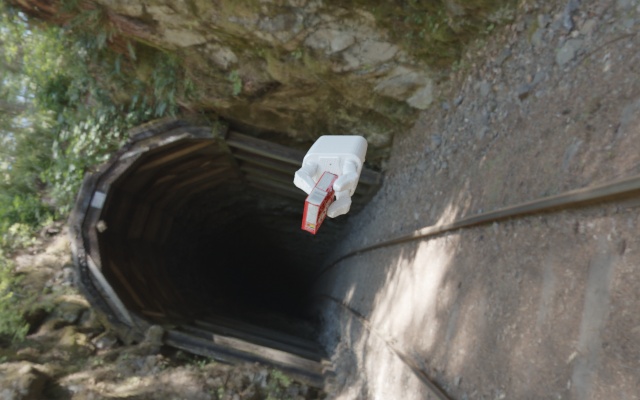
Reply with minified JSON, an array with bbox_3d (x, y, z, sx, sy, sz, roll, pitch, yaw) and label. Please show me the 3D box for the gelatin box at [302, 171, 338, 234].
[{"bbox_3d":[0.000,0.003,0.843,0.030,0.073,0.089,22,46,11],"label":"gelatin box"}]
